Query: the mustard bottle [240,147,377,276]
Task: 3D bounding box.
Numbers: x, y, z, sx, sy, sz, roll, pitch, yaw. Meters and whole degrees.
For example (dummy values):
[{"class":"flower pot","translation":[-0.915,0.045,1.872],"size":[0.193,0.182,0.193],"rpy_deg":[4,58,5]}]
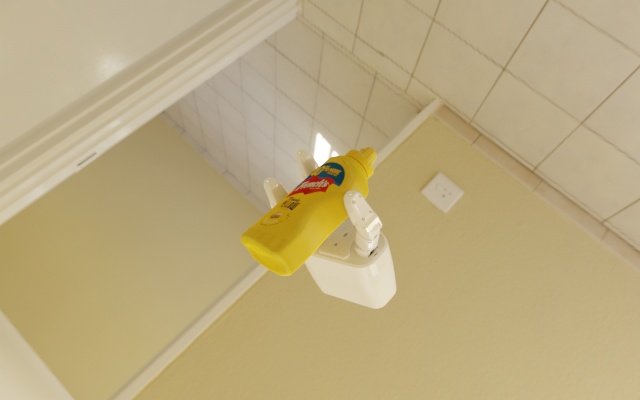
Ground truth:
[{"class":"mustard bottle","translation":[0.000,0.002,0.561],"size":[0.191,0.058,0.096],"rpy_deg":[-43,25,-21]}]
